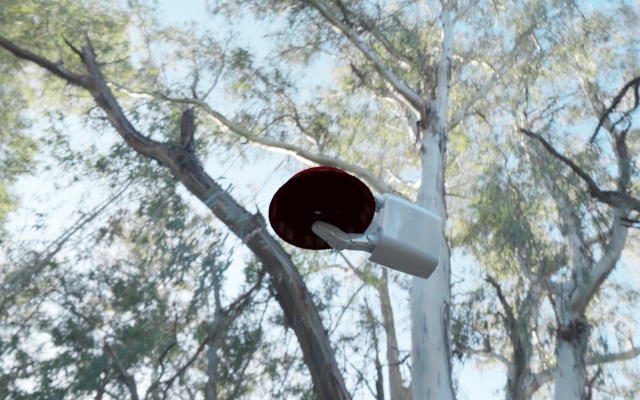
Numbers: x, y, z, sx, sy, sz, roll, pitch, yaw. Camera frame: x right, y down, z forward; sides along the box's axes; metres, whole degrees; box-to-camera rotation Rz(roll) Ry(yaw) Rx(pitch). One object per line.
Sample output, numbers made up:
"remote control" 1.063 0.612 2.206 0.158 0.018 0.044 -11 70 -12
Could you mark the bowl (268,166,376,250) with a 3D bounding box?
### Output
"bowl" -0.001 0.002 0.728 0.162 0.162 0.055 0 41 -7
